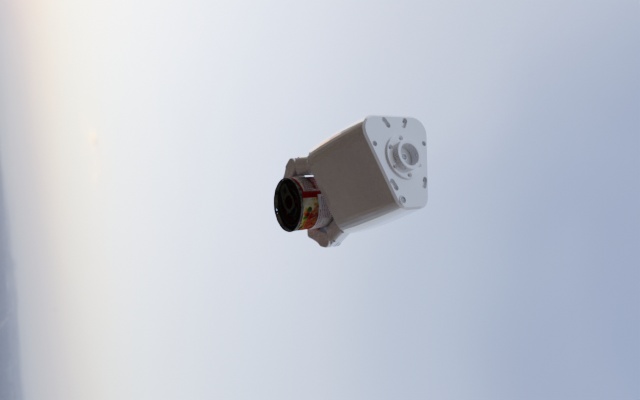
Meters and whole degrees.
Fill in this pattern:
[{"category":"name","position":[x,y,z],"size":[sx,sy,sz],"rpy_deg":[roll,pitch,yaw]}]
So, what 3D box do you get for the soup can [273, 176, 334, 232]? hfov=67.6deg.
[{"category":"soup can","position":[0.000,0.002,0.616],"size":[0.102,0.068,0.068],"rpy_deg":[-5,3,-34]}]
